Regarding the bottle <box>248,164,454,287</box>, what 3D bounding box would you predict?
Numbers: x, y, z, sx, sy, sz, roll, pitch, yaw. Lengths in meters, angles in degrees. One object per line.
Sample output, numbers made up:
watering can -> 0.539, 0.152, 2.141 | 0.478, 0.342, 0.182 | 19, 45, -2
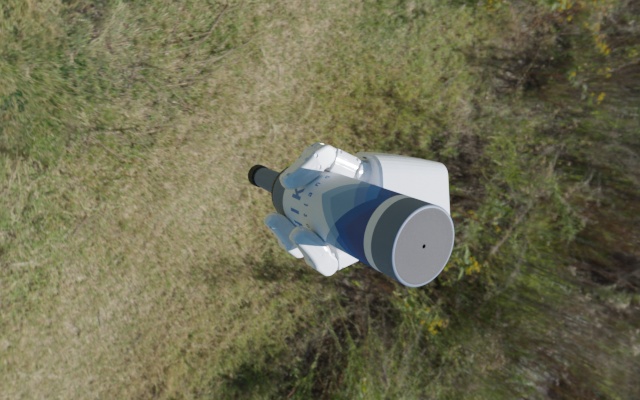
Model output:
bottle -> 0.000, 0.002, 0.484 | 0.069, 0.069, 0.295 | 0, 13, -34
